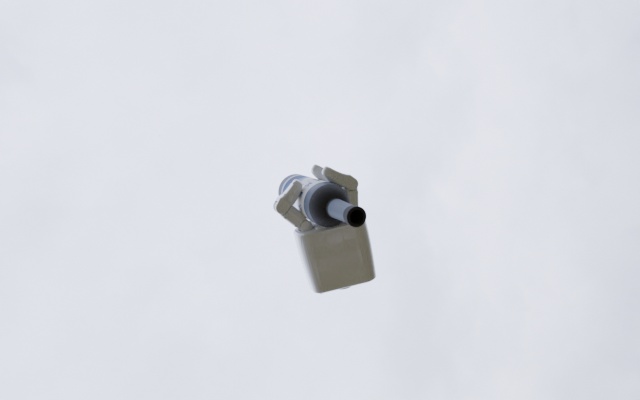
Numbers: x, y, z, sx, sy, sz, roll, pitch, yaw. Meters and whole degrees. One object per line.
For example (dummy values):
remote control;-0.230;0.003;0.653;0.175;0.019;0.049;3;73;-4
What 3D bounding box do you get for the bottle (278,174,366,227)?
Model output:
bottle;0.000;0.002;0.748;0.069;0.069;0.295;0;7;-19
